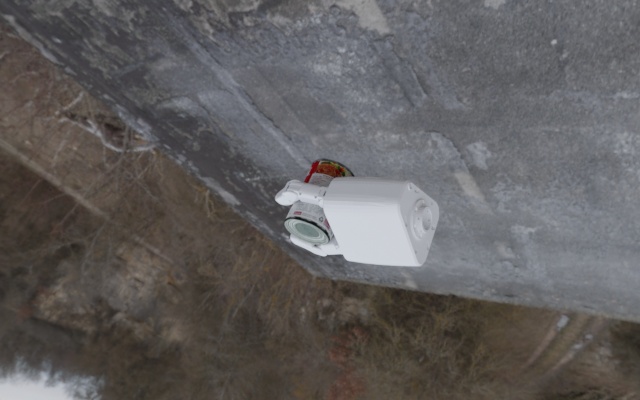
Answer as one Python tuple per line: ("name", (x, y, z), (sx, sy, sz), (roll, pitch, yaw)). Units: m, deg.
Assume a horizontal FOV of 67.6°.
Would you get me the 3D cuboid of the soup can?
("soup can", (0.000, 0.002, 0.664), (0.068, 0.102, 0.068), (19, -27, 10))
